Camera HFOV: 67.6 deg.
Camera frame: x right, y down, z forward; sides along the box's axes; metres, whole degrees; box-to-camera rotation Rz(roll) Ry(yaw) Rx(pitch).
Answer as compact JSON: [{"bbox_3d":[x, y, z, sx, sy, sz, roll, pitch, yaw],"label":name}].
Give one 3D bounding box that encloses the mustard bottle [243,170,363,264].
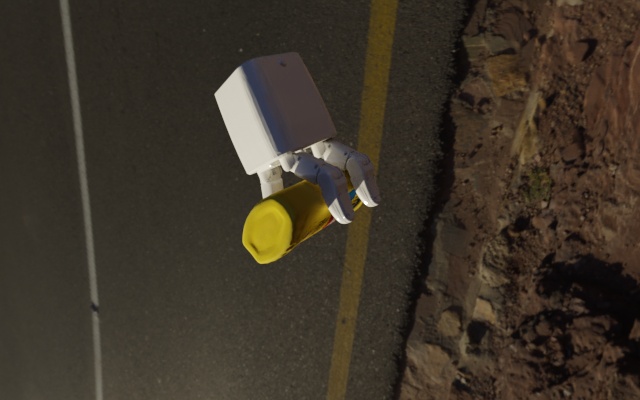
[{"bbox_3d":[0.000,0.002,0.560,0.191,0.058,0.096,-29,-19,-47],"label":"mustard bottle"}]
